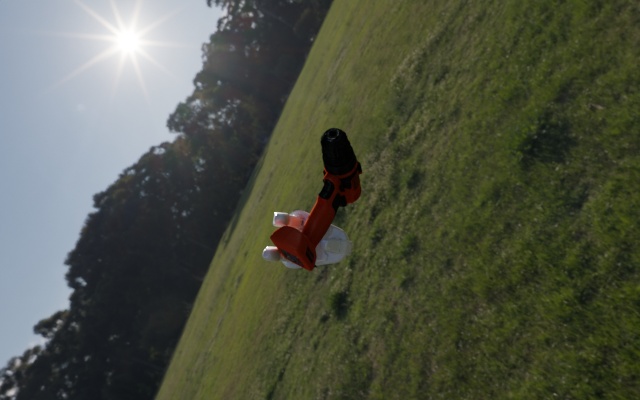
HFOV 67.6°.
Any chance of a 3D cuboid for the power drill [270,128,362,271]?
[{"bbox_3d":[0.000,0.003,0.729,0.057,0.187,0.184,25,-19,24],"label":"power drill"}]
